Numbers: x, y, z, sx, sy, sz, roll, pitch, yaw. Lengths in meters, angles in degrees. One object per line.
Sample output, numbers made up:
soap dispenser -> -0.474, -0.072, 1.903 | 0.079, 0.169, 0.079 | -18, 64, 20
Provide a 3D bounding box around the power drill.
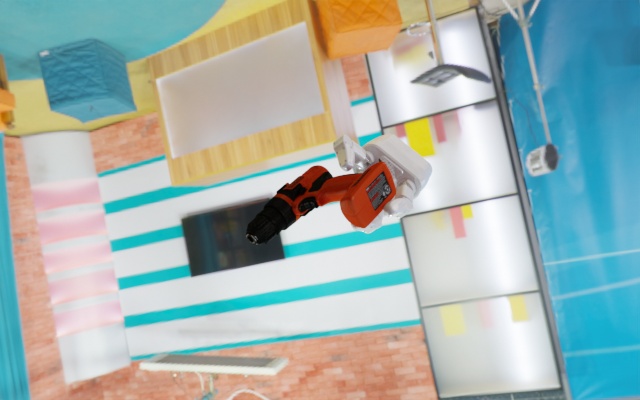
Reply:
power drill -> 0.001, 0.002, 0.691 | 0.187, 0.057, 0.184 | -2, 34, 44
